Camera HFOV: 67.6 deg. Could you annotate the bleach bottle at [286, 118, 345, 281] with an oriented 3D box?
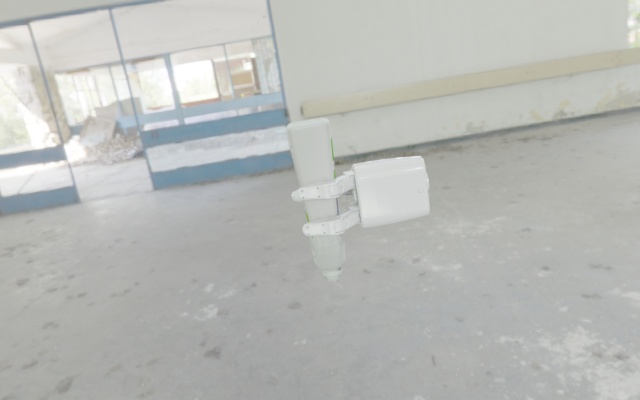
[{"bbox_3d":[0.000,0.002,0.748,0.068,0.251,0.102,-9,14,0],"label":"bleach bottle"}]
